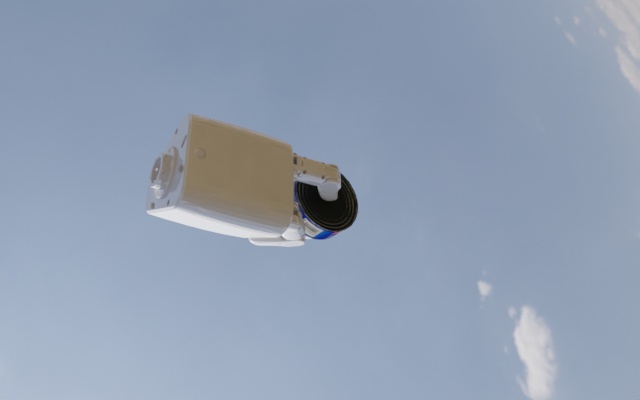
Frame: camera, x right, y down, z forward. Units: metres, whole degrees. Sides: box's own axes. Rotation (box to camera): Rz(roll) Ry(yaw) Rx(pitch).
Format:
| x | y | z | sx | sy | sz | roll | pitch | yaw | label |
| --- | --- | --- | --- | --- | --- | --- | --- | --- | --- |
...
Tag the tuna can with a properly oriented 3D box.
| x | y | z | sx | sy | sz | roll | pitch | yaw | label |
| --- | --- | --- | --- | --- | --- | --- | --- | --- | --- |
| 0.000 | 0.002 | 0.559 | 0.086 | 0.086 | 0.034 | 0 | -24 | -37 | tuna can |
